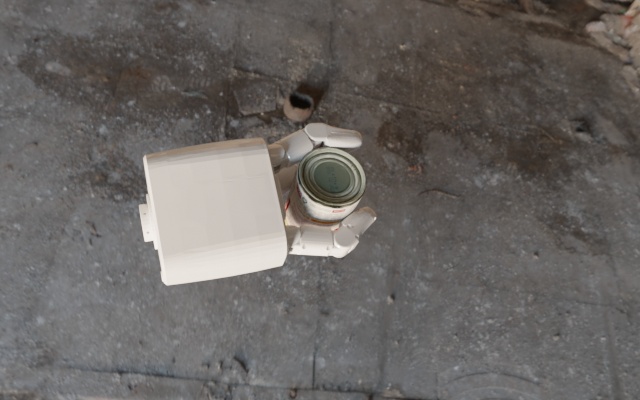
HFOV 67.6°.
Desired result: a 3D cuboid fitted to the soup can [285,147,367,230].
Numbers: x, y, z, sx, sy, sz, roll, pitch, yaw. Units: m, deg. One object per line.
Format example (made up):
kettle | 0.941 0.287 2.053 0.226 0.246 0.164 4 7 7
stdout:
soup can | 0.001 0.001 0.481 0.068 0.068 0.102 0 -30 -15
